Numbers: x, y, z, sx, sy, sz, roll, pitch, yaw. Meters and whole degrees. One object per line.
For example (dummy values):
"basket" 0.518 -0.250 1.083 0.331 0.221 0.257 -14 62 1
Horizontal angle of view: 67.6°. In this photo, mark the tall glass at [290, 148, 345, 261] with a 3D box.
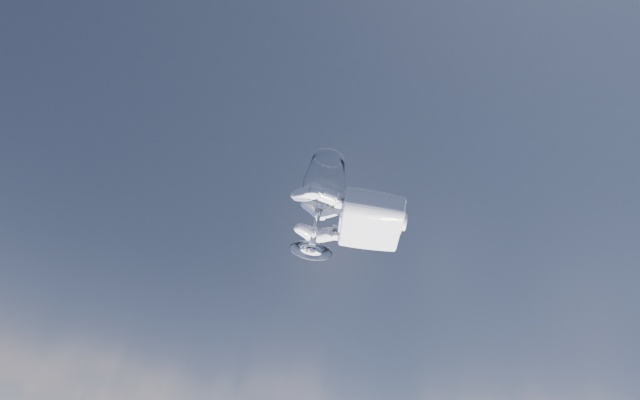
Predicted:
"tall glass" 0.000 0.003 0.868 0.079 0.201 0.079 8 -30 5
